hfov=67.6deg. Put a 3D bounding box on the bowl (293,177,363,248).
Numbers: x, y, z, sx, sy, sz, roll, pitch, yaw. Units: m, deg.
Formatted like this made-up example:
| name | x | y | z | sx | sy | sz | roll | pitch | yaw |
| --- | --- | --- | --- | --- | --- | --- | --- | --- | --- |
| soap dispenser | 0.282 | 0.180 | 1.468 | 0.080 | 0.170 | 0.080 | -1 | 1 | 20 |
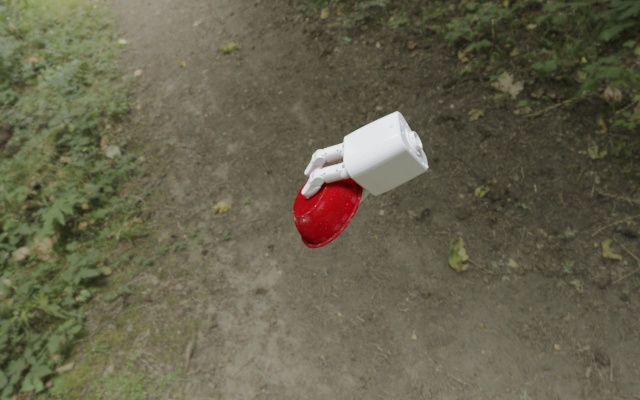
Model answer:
| name | x | y | z | sx | sy | sz | roll | pitch | yaw |
| --- | --- | --- | --- | --- | --- | --- | --- | --- | --- |
| bowl | -0.001 | 0.003 | 0.861 | 0.055 | 0.162 | 0.162 | 34 | -17 | -27 |
